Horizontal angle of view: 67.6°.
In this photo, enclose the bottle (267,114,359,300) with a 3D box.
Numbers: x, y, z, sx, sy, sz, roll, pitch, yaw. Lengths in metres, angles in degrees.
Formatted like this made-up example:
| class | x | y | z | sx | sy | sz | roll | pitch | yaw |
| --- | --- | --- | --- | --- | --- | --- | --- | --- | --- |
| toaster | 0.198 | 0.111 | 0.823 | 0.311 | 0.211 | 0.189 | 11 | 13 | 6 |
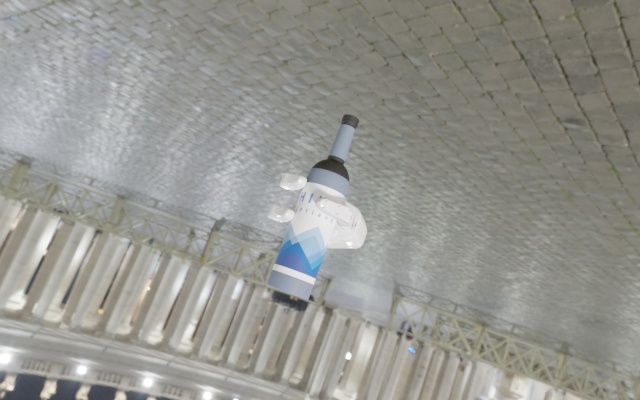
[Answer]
| class | x | y | z | sx | sy | sz | roll | pitch | yaw |
| --- | --- | --- | --- | --- | --- | --- | --- | --- | --- |
| bottle | 0.000 | 0.003 | 0.743 | 0.069 | 0.295 | 0.069 | 19 | -11 | 4 |
